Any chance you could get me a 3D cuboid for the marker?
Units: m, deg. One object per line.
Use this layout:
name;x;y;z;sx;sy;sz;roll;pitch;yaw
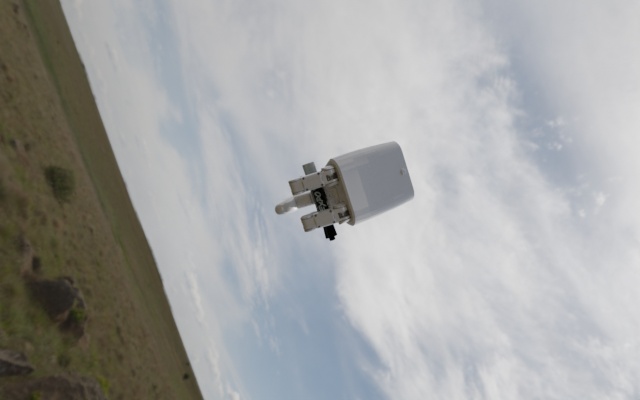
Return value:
marker;0.000;0.002;0.710;0.020;0.121;0.020;-18;7;2
